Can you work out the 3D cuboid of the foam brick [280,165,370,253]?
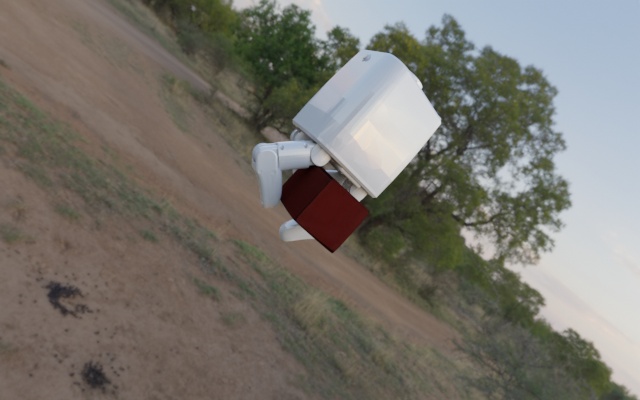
[{"bbox_3d":[0.000,0.002,0.449,0.053,0.051,0.078,42,3,-27],"label":"foam brick"}]
